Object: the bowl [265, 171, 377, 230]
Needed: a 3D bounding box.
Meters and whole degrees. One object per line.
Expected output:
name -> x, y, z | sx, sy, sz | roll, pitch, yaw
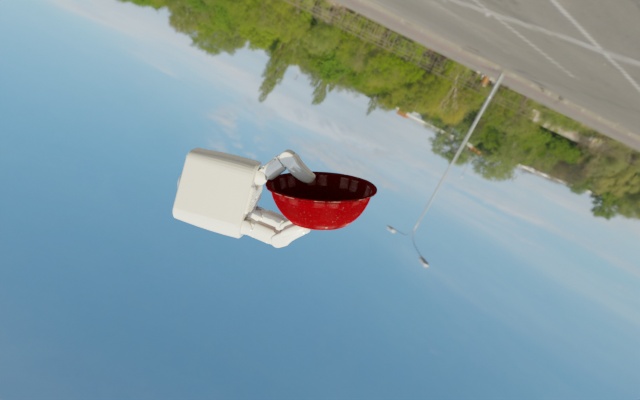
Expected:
bowl -> 0.001, 0.003, 0.695 | 0.162, 0.055, 0.162 | 2, 17, -1
